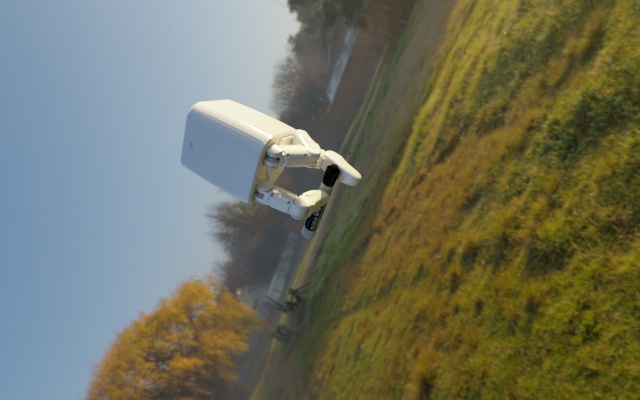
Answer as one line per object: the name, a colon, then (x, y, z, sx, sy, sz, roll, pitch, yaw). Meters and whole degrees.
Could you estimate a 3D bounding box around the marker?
marker: (0.000, 0.002, 0.634, 0.020, 0.121, 0.020, 14, 37, -10)
